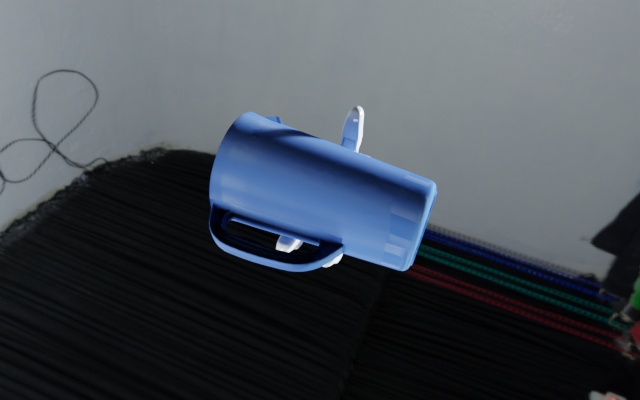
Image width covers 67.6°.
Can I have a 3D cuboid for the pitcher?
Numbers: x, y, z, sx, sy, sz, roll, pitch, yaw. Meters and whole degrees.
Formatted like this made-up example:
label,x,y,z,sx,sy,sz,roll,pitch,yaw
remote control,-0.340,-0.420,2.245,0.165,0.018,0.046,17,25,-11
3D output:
label,x,y,z,sx,sy,sz,roll,pitch,yaw
pitcher,0.000,0.002,0.555,0.243,0.149,0.145,19,15,12
